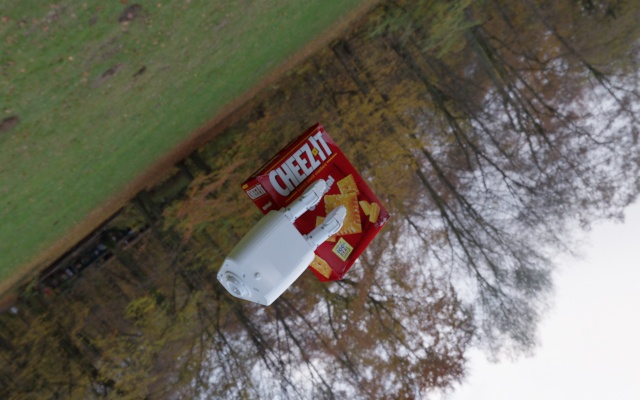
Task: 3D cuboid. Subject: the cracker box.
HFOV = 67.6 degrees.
[{"bbox_3d":[0.000,0.003,0.799,0.164,0.214,0.072,-46,14,-32],"label":"cracker box"}]
